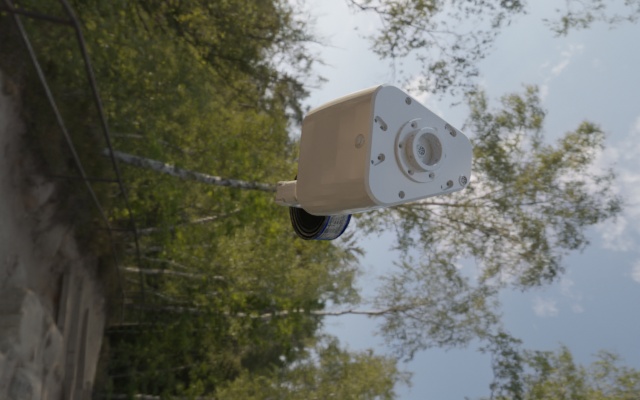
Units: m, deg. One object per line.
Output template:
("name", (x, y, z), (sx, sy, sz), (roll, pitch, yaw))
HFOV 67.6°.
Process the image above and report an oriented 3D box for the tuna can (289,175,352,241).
("tuna can", (0.001, 0.002, 0.530), (0.034, 0.086, 0.086), (5, -3, -32))
